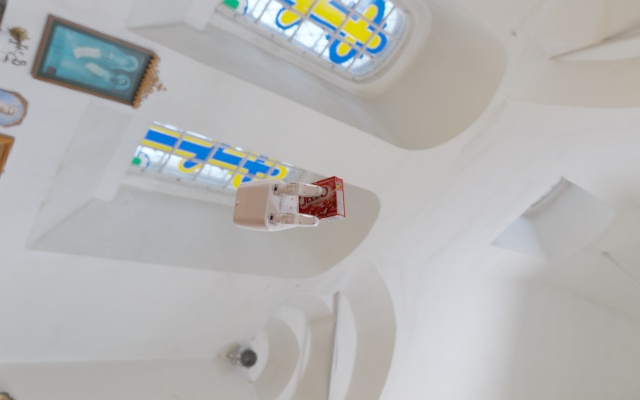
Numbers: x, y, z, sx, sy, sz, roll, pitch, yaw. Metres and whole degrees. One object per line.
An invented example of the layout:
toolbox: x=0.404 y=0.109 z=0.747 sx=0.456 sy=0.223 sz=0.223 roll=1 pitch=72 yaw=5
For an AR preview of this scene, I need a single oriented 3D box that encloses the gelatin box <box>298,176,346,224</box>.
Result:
gelatin box: x=0.001 y=0.003 z=0.860 sx=0.089 sy=0.073 sz=0.030 roll=-15 pitch=-21 yaw=35
